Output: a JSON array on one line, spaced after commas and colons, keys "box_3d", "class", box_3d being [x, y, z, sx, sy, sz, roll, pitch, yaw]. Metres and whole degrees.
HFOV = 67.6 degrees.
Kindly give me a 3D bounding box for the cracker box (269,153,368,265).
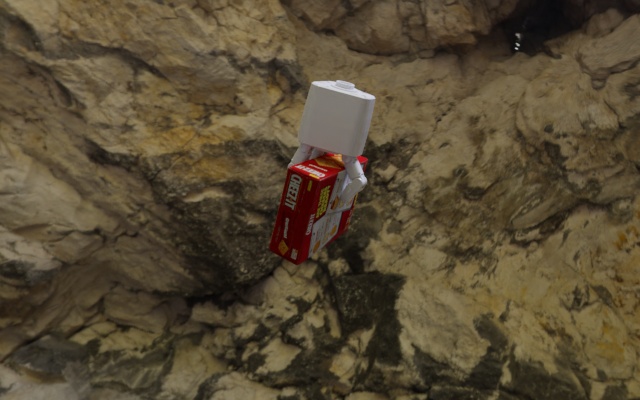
[{"box_3d": [0.000, 0.003, 0.887, 0.072, 0.164, 0.213, 23, 23, 21], "class": "cracker box"}]
